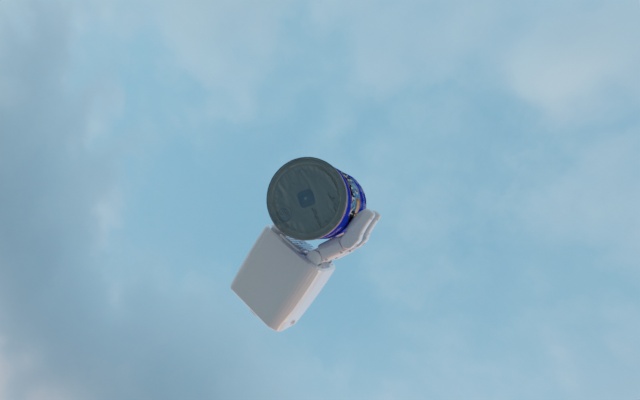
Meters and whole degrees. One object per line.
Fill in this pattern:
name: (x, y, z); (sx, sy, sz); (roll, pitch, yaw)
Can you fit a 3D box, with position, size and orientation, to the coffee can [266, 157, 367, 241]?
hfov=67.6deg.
coffee can: (0.000, 0.002, 0.645); (0.103, 0.103, 0.140); (0, -4, 15)
